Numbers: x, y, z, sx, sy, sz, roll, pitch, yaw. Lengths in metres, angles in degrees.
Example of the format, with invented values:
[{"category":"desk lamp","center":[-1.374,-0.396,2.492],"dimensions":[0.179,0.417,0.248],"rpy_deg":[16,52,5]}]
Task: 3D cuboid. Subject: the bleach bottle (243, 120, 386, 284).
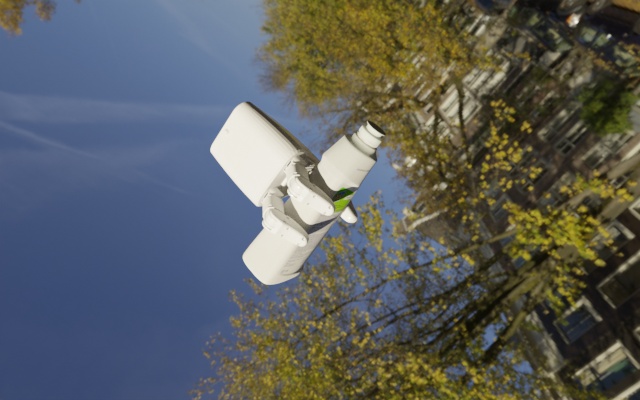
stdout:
[{"category":"bleach bottle","center":[0.000,0.002,0.631],"dimensions":[0.068,0.251,0.102],"rpy_deg":[46,24,16]}]
